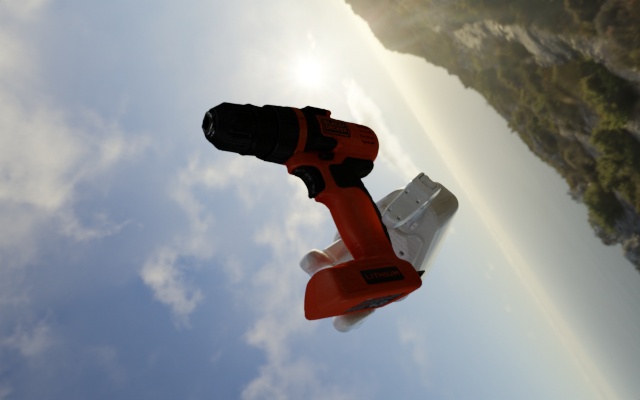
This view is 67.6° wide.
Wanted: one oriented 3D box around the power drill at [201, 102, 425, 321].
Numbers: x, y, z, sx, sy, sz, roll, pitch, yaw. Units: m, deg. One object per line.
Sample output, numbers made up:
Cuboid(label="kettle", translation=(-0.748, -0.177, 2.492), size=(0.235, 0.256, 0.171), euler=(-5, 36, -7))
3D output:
Cuboid(label="power drill", translation=(0.000, 0.002, 0.407), size=(0.184, 0.187, 0.057), euler=(1, -28, -39))
